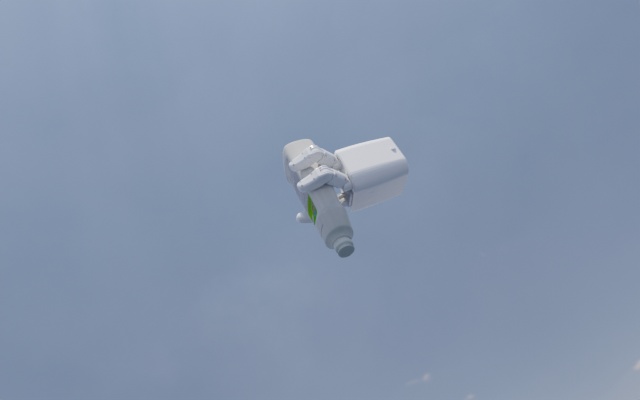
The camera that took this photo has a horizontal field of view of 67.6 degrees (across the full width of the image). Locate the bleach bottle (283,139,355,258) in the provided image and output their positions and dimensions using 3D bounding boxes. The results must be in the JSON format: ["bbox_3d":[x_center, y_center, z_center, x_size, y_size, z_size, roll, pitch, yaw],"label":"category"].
[{"bbox_3d":[0.000,0.003,0.836,0.068,0.103,0.250,-17,47,-10],"label":"bleach bottle"}]
